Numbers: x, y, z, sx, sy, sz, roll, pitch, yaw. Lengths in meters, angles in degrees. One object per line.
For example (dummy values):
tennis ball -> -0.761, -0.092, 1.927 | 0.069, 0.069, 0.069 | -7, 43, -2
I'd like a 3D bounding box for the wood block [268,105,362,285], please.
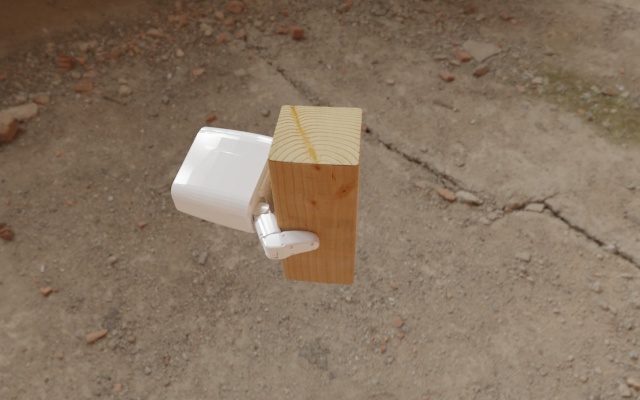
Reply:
wood block -> 0.000, 0.002, 0.557 | 0.090, 0.090, 0.206 | 4, -42, 6
